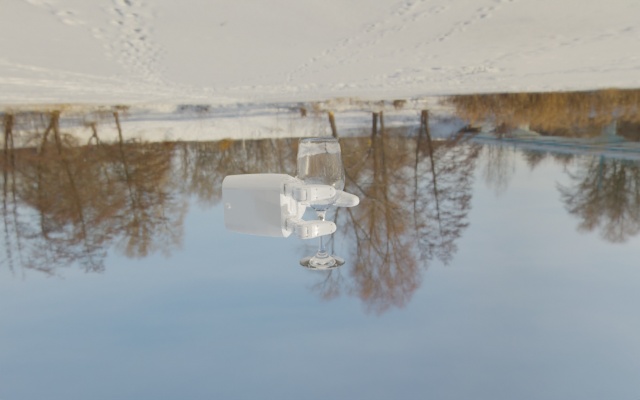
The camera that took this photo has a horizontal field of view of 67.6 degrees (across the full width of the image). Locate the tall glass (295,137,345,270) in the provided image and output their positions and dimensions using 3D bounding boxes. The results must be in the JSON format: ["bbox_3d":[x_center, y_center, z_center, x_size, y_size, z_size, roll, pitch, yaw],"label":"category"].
[{"bbox_3d":[0.000,0.003,0.754,0.079,0.201,0.079,-1,11,0],"label":"tall glass"}]
